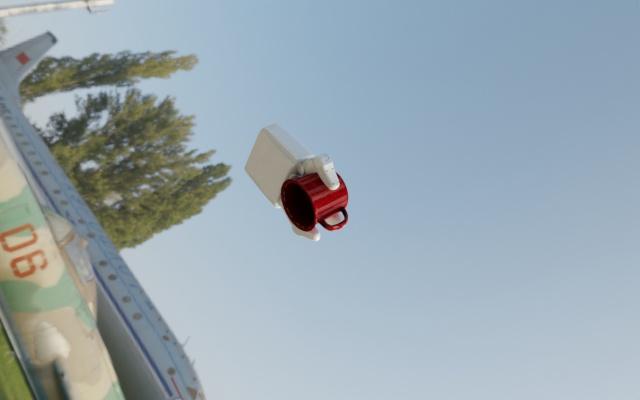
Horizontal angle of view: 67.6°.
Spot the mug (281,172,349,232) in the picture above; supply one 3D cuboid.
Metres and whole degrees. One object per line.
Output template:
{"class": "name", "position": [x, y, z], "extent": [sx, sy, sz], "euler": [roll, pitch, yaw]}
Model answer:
{"class": "mug", "position": [0.001, 0.003, 0.800], "extent": [0.081, 0.093, 0.117], "euler": [-25, 59, -34]}
